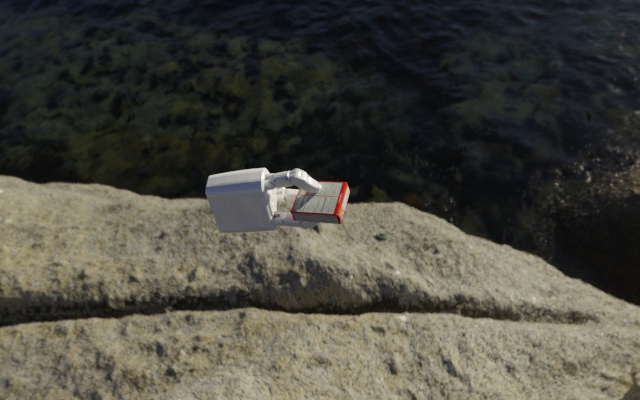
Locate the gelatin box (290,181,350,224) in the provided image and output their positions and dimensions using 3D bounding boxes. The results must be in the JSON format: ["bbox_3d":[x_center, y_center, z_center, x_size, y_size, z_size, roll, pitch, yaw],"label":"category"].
[{"bbox_3d":[0.000,0.002,0.839,0.089,0.073,0.030,3,-38,21],"label":"gelatin box"}]
